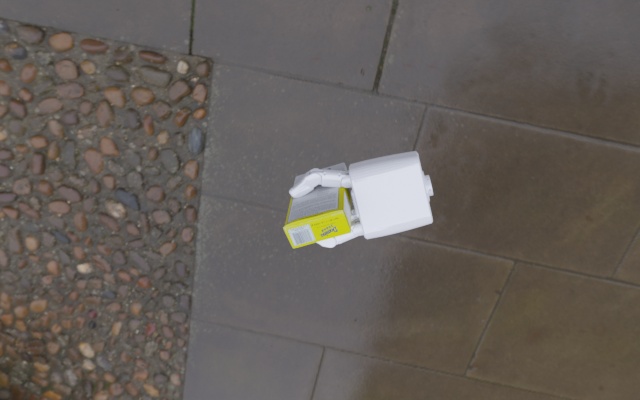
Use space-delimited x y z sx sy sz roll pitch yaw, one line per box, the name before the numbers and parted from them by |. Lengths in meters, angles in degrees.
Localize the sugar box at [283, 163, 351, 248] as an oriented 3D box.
sugar box | 0.000 0.003 0.754 0.093 0.048 0.176 -15 23 12
